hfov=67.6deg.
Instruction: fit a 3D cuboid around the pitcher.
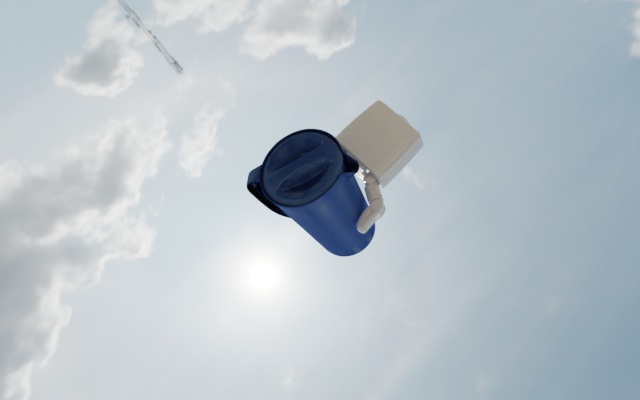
[{"bbox_3d":[0.000,0.002,0.790,0.149,0.145,0.243,42,-6,34],"label":"pitcher"}]
